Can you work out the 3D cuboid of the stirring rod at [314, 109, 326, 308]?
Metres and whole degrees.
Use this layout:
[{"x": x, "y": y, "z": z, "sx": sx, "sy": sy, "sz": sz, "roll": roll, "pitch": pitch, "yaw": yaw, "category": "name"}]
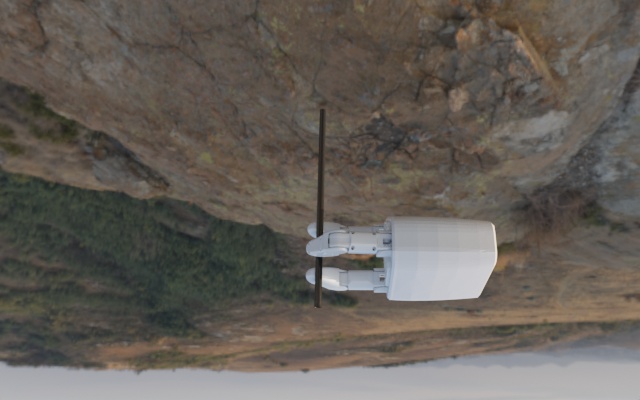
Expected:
[{"x": 0.000, "y": 0.002, "z": 0.555, "sx": 0.011, "sy": 0.239, "sz": 0.011, "roll": 1, "pitch": -19, "yaw": 0, "category": "stirring rod"}]
